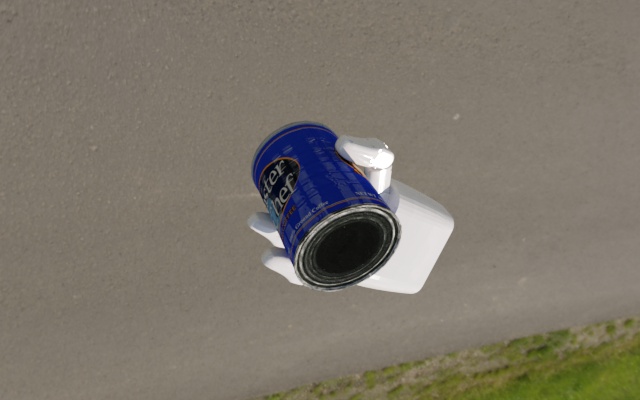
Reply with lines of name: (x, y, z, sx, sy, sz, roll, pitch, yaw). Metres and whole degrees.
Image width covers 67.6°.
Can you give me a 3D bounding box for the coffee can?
coffee can: (0.000, 0.001, 0.463, 0.103, 0.103, 0.140, 0, 38, -27)
